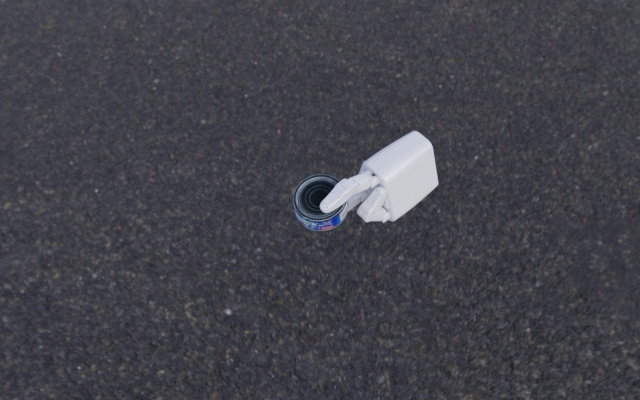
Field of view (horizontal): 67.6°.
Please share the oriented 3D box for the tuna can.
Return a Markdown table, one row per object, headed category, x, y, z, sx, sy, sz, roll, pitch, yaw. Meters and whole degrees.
| category | x | y | z | sx | sy | sz | roll | pitch | yaw |
| --- | --- | --- | --- | --- | --- | --- | --- | --- | --- |
| tuna can | 0.000 | 0.002 | 0.743 | 0.086 | 0.086 | 0.034 | 0 | -29 | 7 |
